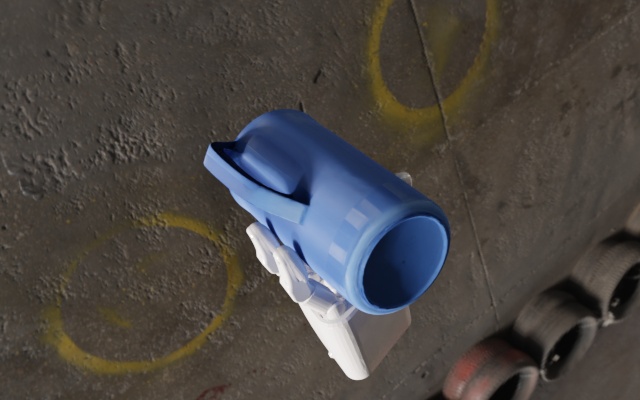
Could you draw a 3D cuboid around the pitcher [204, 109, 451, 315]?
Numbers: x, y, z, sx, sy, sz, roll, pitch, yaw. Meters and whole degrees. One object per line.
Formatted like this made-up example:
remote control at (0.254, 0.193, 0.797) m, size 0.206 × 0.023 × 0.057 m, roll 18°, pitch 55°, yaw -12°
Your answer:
pitcher at (0.000, 0.002, 0.470) m, size 0.149 × 0.145 × 0.242 m, roll -32°, pitch 37°, yaw -15°
